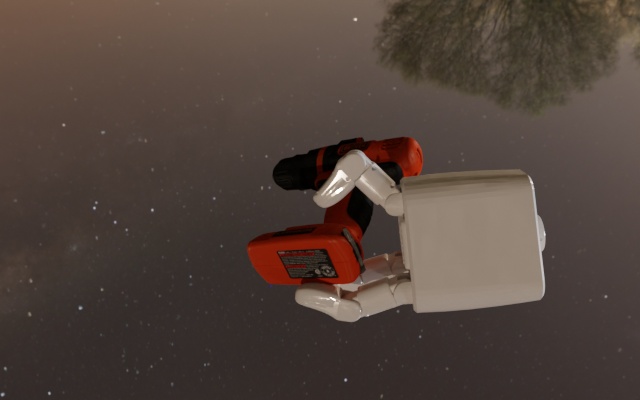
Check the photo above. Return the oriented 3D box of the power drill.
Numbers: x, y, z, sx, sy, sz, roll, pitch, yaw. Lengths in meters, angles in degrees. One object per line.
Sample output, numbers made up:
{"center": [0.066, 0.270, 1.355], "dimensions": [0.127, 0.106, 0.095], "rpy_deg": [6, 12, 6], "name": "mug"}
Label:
{"center": [0.000, 0.002, 0.493], "dimensions": [0.184, 0.057, 0.187], "rpy_deg": [-7, 35, 31], "name": "power drill"}
